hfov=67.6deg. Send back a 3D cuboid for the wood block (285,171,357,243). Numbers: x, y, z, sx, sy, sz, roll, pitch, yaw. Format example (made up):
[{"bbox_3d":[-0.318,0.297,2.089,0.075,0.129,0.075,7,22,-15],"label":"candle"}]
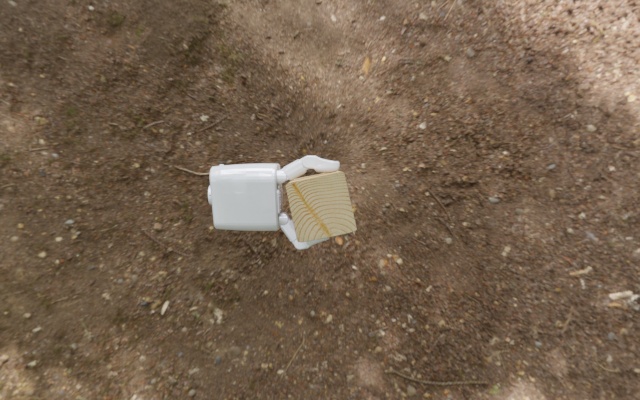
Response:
[{"bbox_3d":[0.000,0.003,0.788,0.090,0.091,0.206,-12,5,1],"label":"wood block"}]
